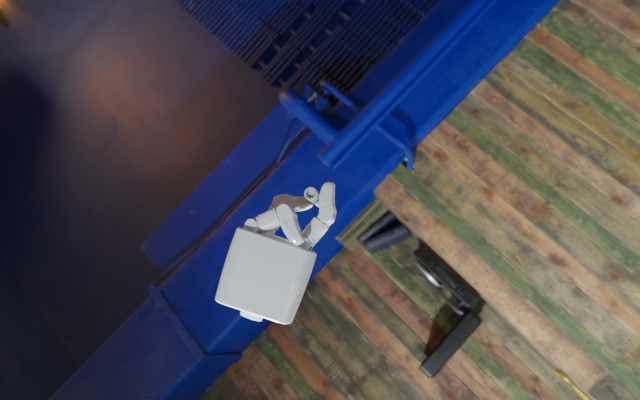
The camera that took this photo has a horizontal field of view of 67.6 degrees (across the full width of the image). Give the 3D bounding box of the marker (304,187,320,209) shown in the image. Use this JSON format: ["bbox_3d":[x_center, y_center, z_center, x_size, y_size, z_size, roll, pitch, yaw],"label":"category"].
[{"bbox_3d":[0.000,0.002,0.719,0.020,0.020,0.121,0,-12,14],"label":"marker"}]
